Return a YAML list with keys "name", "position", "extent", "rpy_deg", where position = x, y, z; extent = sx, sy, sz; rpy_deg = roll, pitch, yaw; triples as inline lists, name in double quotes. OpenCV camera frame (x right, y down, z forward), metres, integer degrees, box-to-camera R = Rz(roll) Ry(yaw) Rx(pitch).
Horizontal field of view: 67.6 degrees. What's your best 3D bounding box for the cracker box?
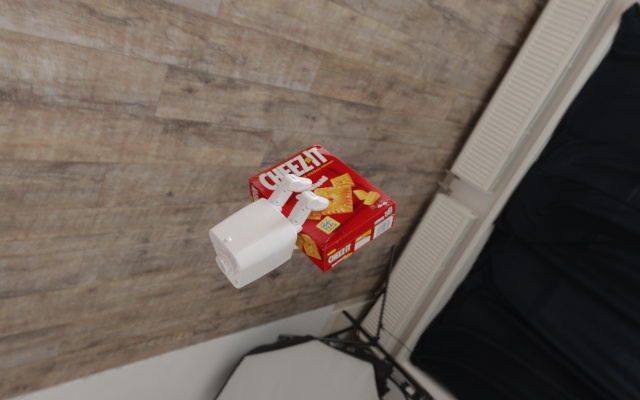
- name: "cracker box"
  position: [0.000, 0.003, 0.841]
  extent: [0.164, 0.072, 0.213]
  rpy_deg: [-30, 53, -27]
